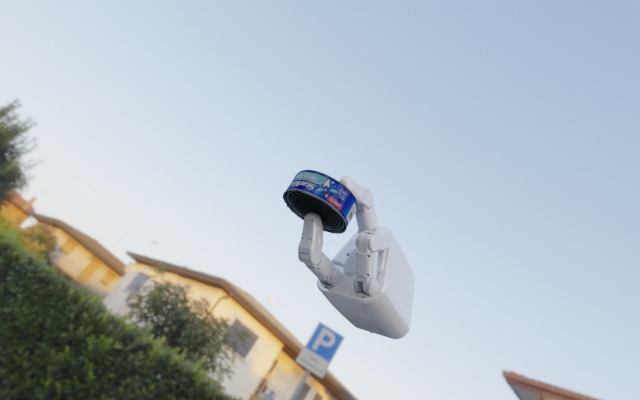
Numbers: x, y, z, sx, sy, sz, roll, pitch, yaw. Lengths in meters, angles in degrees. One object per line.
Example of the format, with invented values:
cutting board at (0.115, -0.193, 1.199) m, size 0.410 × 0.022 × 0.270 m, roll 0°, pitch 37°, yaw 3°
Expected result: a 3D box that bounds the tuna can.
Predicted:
tuna can at (0.000, 0.001, 0.568) m, size 0.086 × 0.033 × 0.086 m, roll 25°, pitch -23°, yaw 12°
